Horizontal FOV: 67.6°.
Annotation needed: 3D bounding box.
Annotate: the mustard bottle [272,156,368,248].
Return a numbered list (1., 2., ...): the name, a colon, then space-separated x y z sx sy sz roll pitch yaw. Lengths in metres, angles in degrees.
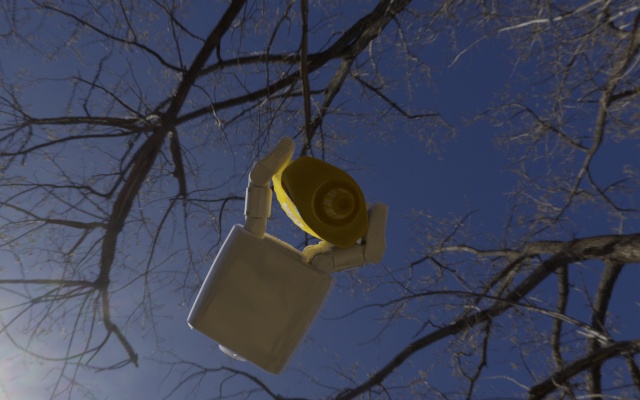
1. mustard bottle: 0.000 0.001 0.466 0.058 0.096 0.191 -38 7 -7
